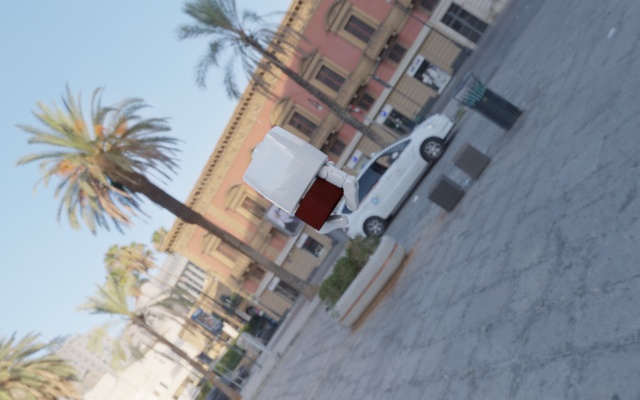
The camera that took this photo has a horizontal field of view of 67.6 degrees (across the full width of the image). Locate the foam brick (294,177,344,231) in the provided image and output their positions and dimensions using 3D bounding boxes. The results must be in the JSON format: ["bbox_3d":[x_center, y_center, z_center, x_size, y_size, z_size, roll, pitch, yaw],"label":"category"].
[{"bbox_3d":[0.000,0.003,0.796,0.051,0.053,0.078,33,35,2],"label":"foam brick"}]
